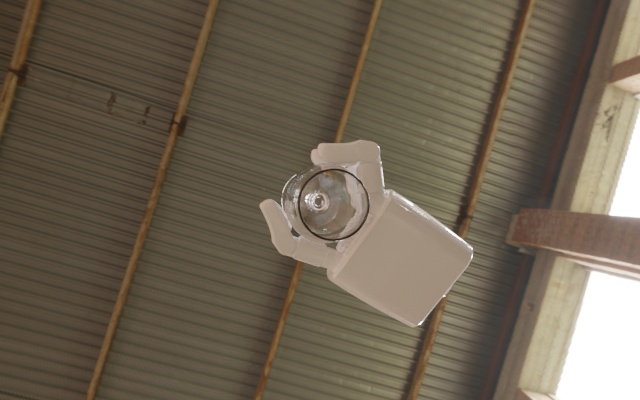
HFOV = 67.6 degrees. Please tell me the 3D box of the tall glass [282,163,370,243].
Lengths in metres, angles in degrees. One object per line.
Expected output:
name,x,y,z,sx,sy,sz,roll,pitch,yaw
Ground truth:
tall glass,0.000,0.002,0.501,0.079,0.079,0.201,0,1,-6
